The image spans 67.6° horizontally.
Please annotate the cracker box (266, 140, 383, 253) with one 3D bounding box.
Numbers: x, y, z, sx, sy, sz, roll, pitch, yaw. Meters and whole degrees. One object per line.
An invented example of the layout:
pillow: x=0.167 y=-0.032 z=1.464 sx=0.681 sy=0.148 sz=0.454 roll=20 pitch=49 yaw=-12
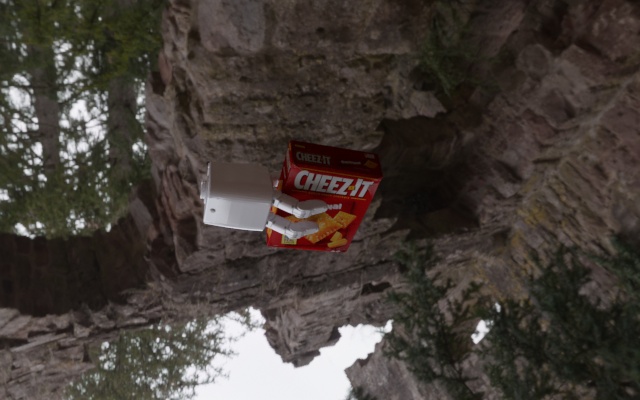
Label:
cracker box: x=0.000 y=0.003 z=0.880 sx=0.164 sy=0.072 sz=0.214 roll=7 pitch=-46 yaw=-16
